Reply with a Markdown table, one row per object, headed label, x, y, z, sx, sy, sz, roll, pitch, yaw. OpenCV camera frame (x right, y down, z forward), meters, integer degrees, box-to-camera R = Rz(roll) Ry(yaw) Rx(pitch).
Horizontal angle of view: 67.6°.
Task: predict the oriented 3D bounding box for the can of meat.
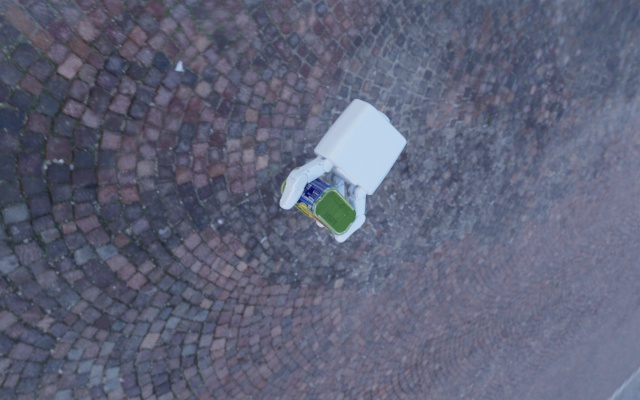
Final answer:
| label | x | y | z | sx | sy | sz | roll | pitch | yaw |
| --- | --- | --- | --- | --- | --- | --- | --- | --- | --- |
| can of meat | 0.000 | 0.003 | 0.754 | 0.084 | 0.057 | 0.102 | 33 | -8 | 43 |
